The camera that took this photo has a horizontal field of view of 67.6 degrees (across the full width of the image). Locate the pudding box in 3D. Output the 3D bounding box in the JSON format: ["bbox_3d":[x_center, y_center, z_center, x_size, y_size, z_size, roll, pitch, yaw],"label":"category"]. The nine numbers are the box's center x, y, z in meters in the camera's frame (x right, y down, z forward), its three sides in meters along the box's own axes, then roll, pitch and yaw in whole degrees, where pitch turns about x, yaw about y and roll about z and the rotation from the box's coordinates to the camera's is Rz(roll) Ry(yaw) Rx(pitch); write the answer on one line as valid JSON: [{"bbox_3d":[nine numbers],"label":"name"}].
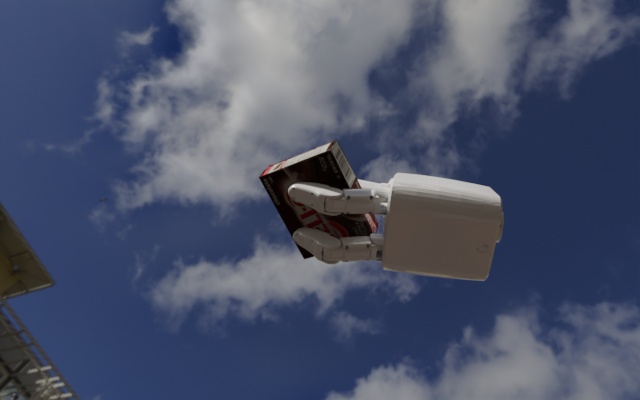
[{"bbox_3d":[0.000,0.002,0.519,0.090,0.113,0.039,-19,18,24],"label":"pudding box"}]
